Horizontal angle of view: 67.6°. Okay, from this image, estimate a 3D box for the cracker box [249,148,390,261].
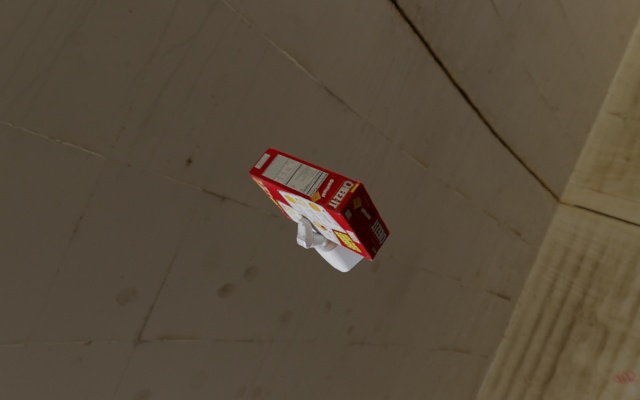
[{"bbox_3d":[0.000,0.003,0.837,0.213,0.072,0.164,23,-19,36],"label":"cracker box"}]
